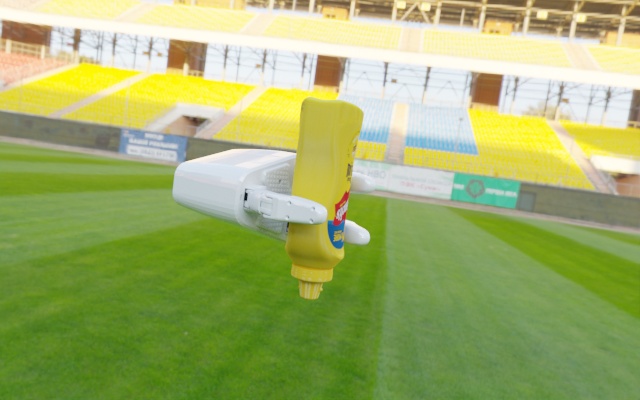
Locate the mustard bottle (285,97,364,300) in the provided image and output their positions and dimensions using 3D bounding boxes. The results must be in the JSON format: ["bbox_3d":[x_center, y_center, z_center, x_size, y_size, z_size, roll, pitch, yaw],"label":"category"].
[{"bbox_3d":[0.000,0.001,0.466,0.058,0.191,0.096,9,5,11],"label":"mustard bottle"}]
